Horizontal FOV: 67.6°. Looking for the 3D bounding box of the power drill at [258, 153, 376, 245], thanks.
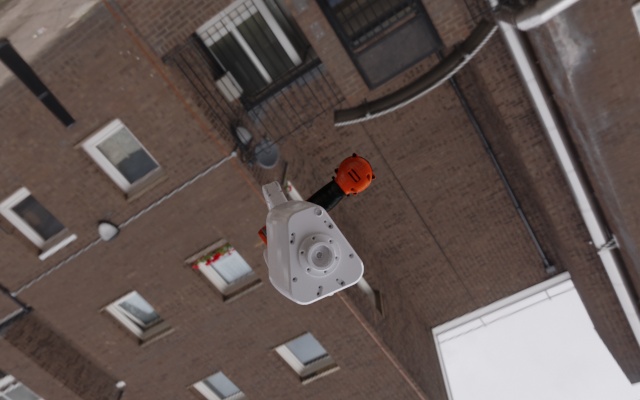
[{"bbox_3d":[0.000,0.003,0.718,0.187,0.057,0.184,-42,-1,6],"label":"power drill"}]
